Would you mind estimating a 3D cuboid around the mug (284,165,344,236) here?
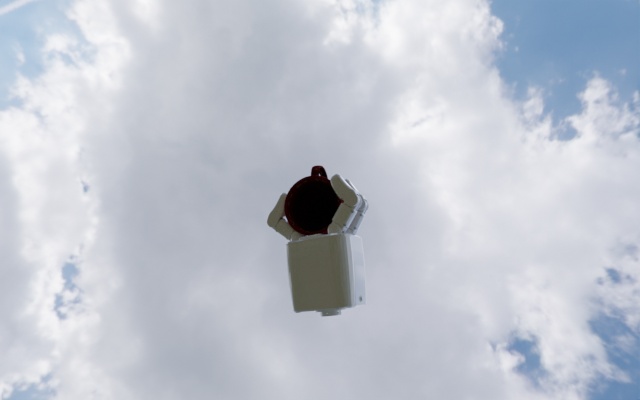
[{"bbox_3d":[0.000,0.001,0.759,0.093,0.117,0.081,-8,-13,18],"label":"mug"}]
